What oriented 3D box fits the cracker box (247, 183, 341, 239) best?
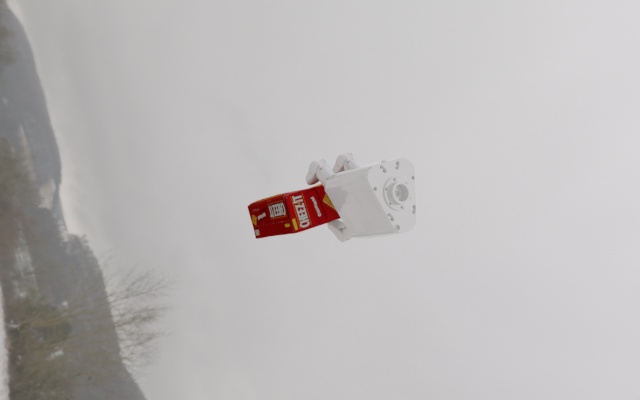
[{"bbox_3d":[0.000,0.003,0.848,0.213,0.072,0.164,-16,1,-30],"label":"cracker box"}]
